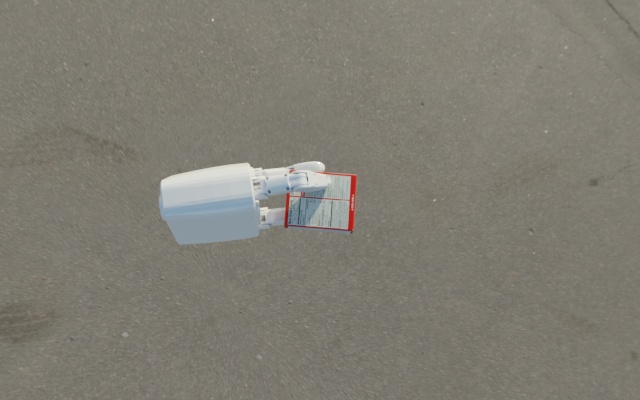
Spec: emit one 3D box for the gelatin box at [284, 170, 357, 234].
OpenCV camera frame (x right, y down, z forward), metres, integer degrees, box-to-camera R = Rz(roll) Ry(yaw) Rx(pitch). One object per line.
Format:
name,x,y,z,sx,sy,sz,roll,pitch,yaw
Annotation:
gelatin box,0.000,0.002,0.611,0.089,0.073,0.030,4,-11,-1
